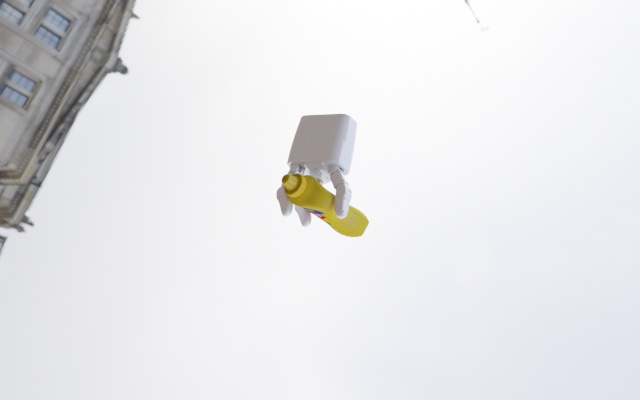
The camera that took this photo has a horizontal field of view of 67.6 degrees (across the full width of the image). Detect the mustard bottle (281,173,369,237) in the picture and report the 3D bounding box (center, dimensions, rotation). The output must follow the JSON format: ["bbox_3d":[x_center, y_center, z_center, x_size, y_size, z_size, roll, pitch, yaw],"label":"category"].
[{"bbox_3d":[0.000,0.003,0.852,0.096,0.058,0.192,25,-7,47],"label":"mustard bottle"}]
